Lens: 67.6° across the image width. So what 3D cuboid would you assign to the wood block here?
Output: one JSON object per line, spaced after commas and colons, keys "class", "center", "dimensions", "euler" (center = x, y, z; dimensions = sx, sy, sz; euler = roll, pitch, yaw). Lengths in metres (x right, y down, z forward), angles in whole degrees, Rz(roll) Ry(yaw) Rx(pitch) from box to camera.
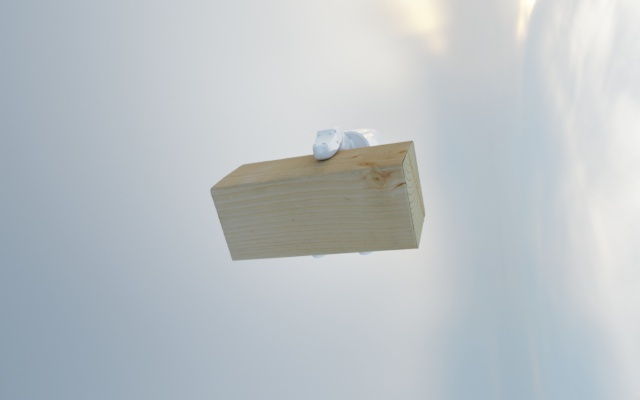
{"class": "wood block", "center": [0.000, 0.001, 0.519], "dimensions": [0.206, 0.091, 0.090], "euler": [-7, 20, 20]}
